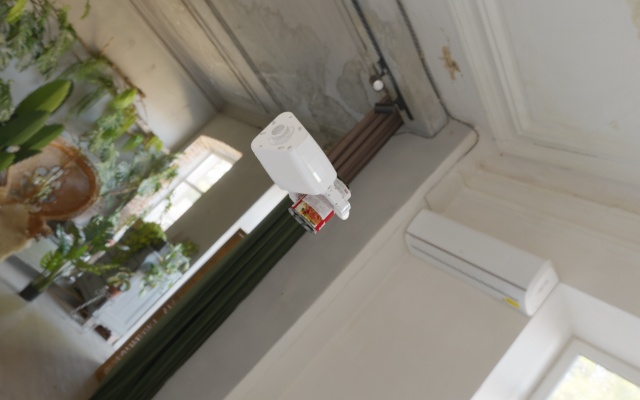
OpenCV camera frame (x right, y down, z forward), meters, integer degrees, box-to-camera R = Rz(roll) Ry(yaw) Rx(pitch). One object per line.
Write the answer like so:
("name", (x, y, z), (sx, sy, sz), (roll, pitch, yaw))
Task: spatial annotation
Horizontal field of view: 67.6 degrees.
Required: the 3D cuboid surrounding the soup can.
("soup can", (0.001, 0.003, 0.877), (0.068, 0.102, 0.068), (41, -13, 12))
